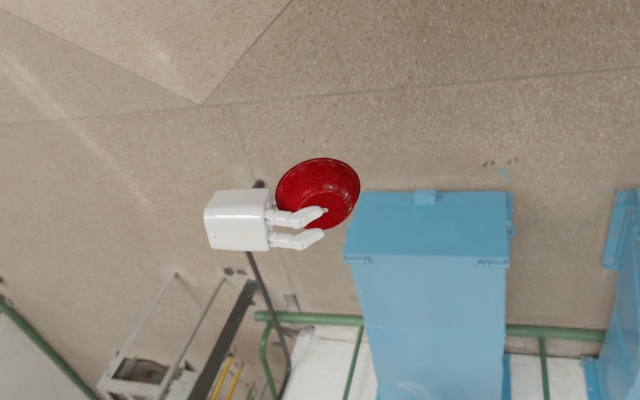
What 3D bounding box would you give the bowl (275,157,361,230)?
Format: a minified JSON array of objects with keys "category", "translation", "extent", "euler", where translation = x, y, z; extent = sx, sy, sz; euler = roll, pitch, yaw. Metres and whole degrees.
[{"category":"bowl","translation":[0.001,0.003,0.866],"extent":[0.162,0.162,0.055],"euler":[0,40,-13]}]
